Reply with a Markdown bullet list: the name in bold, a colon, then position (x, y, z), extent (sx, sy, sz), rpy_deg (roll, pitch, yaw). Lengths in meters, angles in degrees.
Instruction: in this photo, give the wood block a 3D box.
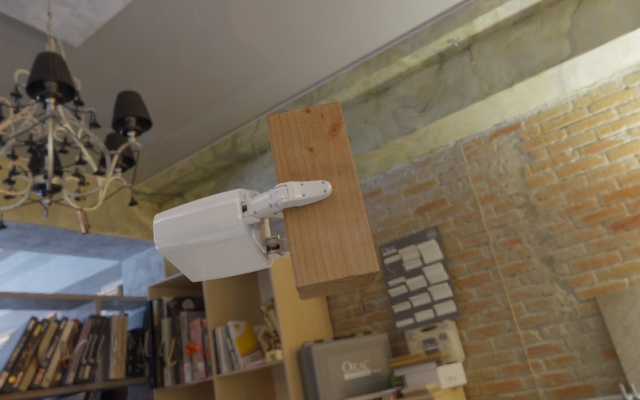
- **wood block**: position (0.000, 0.002, 0.564), extent (0.090, 0.206, 0.091), rpy_deg (-11, -20, -2)
